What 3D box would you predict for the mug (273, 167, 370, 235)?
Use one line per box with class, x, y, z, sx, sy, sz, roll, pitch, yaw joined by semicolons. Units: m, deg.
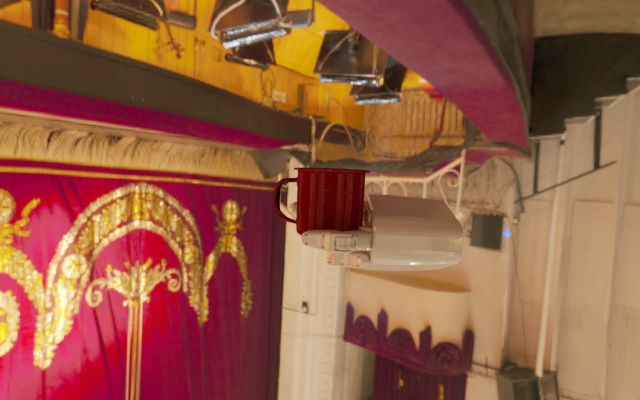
mug;-0.001;0.002;0.581;0.117;0.081;0.093;2;3;0
